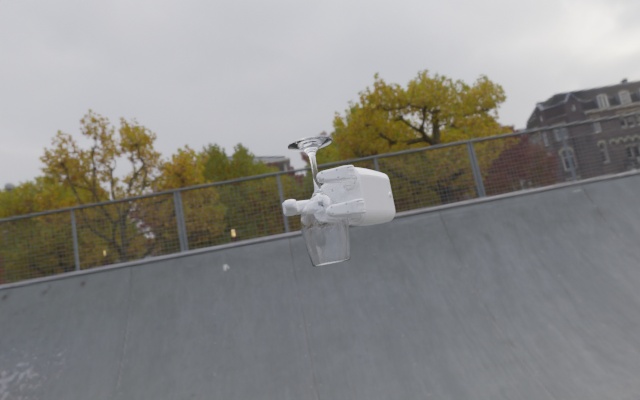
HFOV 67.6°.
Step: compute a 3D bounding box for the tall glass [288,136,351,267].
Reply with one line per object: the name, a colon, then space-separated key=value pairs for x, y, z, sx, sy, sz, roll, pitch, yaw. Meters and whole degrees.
tall glass: x=0.000 y=0.002 z=0.773 sx=0.079 sy=0.201 sz=0.079 roll=-10 pitch=-9 yaw=-2
